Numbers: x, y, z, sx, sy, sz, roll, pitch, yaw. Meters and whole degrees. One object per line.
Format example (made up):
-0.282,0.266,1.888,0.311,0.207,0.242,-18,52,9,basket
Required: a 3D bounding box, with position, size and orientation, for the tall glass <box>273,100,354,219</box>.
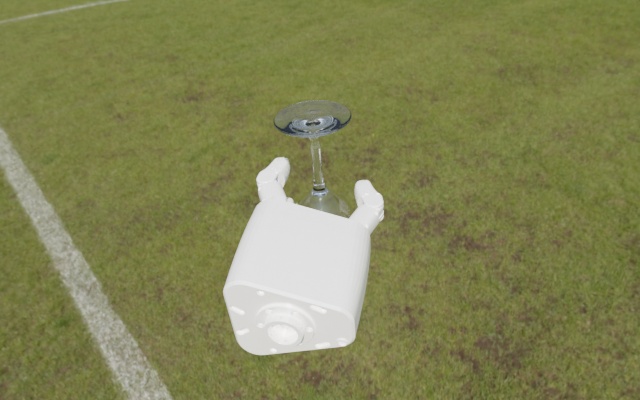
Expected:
0.000,0.001,0.509,0.079,0.201,0.079,-4,36,3,tall glass
